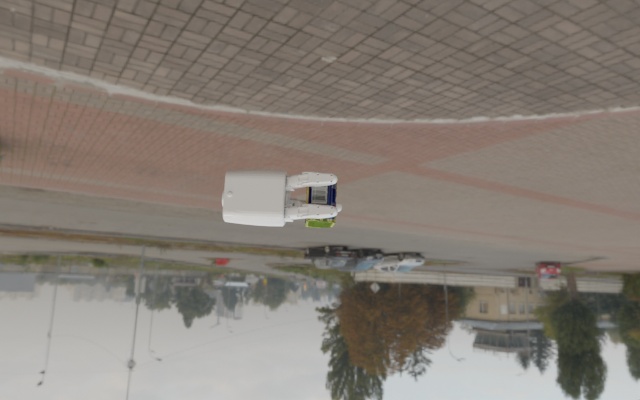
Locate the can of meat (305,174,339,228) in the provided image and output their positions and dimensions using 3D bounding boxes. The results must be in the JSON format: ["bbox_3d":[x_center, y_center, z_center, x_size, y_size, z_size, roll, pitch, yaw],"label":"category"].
[{"bbox_3d":[0.000,0.003,0.852,0.057,0.084,0.102,3,-10,-2],"label":"can of meat"}]
